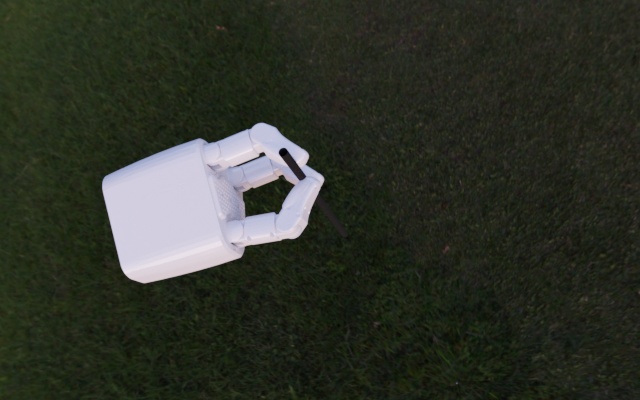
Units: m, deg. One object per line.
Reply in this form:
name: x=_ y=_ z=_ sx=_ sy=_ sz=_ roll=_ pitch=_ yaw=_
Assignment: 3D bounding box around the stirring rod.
stirring rod: x=0.000 y=0.002 z=0.502 sx=0.011 sy=0.011 sz=0.240 roll=0 pitch=-20 yaw=16
